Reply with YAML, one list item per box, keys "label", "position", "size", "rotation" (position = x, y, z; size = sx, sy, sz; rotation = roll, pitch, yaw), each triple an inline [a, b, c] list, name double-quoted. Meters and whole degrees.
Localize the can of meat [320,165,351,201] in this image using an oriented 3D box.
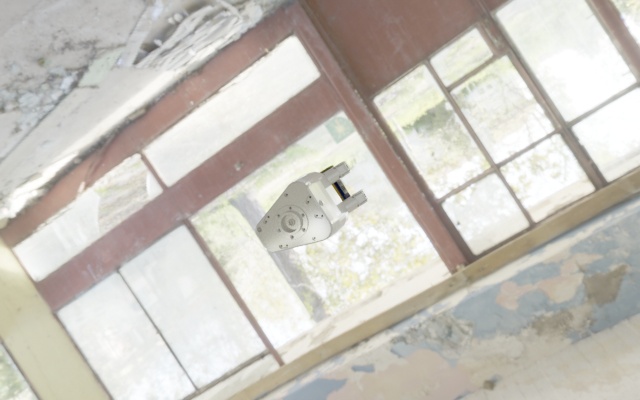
- label: "can of meat"
  position: [0.000, 0.003, 0.803]
  size: [0.102, 0.084, 0.057]
  rotation: [-33, 0, 13]
